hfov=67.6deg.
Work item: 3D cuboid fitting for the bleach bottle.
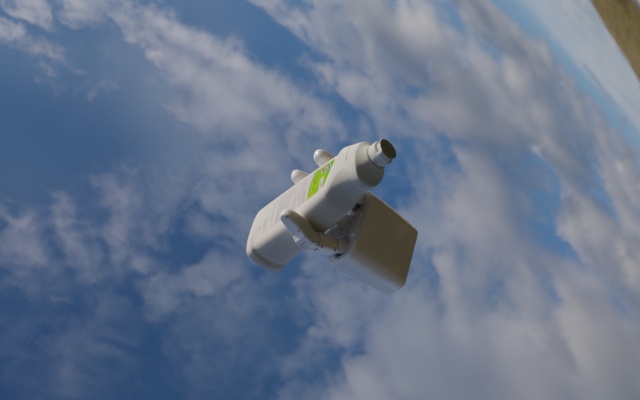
[{"bbox_3d":[0.000,0.002,0.641,0.068,0.102,0.251,33,-47,-24],"label":"bleach bottle"}]
